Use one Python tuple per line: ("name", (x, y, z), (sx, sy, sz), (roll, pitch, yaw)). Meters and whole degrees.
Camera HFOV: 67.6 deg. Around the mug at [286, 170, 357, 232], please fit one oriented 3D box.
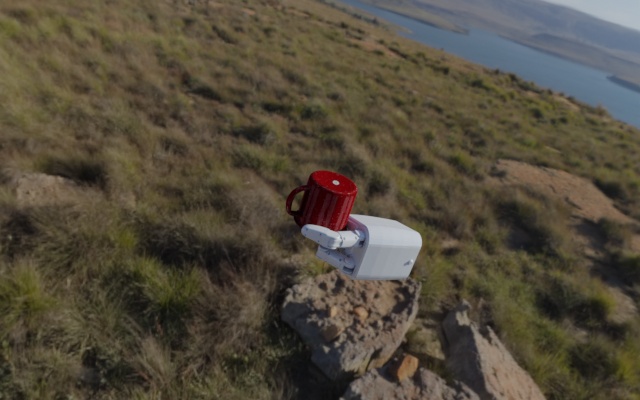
("mug", (-0.001, 0.002, 0.771), (0.117, 0.081, 0.093), (5, 28, -25))
